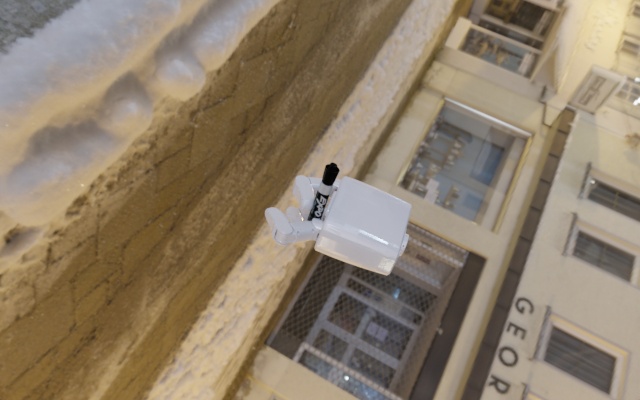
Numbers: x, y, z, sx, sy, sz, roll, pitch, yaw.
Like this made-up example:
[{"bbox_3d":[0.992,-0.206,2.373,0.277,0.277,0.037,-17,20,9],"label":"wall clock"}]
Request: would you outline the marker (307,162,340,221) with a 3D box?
[{"bbox_3d":[0.000,0.002,0.624,0.020,0.121,0.020,13,35,-9],"label":"marker"}]
